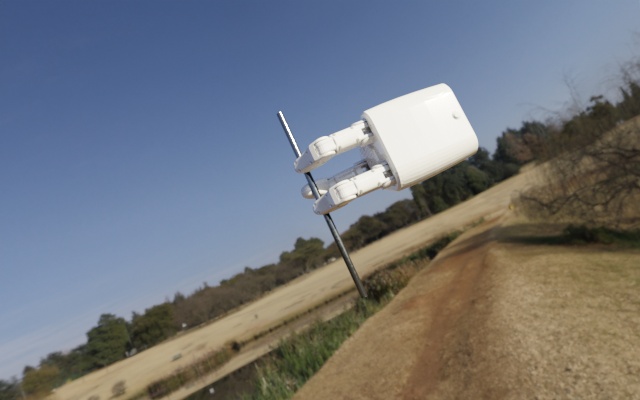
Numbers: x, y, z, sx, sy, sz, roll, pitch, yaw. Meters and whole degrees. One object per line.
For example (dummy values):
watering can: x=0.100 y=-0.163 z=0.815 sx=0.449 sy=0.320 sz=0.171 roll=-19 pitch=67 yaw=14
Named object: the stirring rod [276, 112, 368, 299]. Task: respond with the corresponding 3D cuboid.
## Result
stirring rod: x=0.000 y=0.002 z=0.560 sx=0.011 sy=0.239 sz=0.011 roll=-24 pitch=-9 yaw=-4
